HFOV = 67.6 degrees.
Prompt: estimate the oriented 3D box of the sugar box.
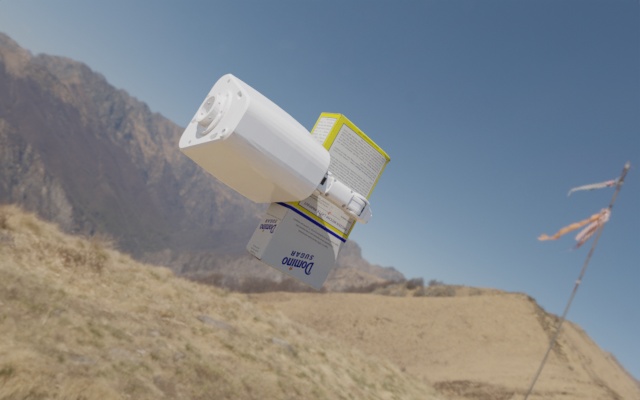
[{"bbox_3d":[0.000,0.001,0.532,0.093,0.176,0.048,35,-7,-35],"label":"sugar box"}]
